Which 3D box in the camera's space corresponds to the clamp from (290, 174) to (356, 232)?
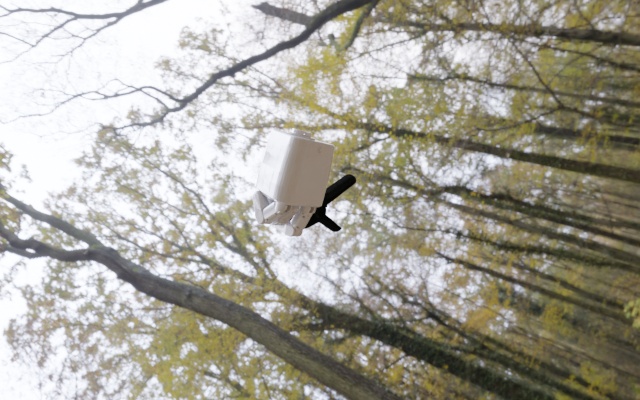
[{"bbox_3d":[0.000,0.003,0.875,0.039,0.120,0.171,25,13,36],"label":"clamp"}]
